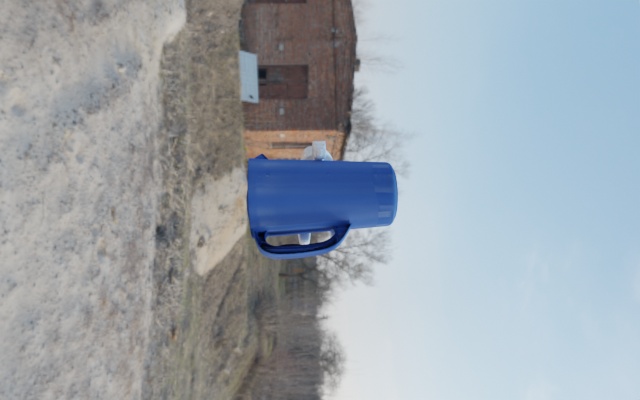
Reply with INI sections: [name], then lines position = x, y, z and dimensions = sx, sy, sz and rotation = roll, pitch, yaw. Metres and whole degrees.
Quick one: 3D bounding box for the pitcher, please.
[pitcher]
position = 0.000, 0.002, 0.789
dimensions = 0.243, 0.149, 0.145
rotation = -2, 16, -3
